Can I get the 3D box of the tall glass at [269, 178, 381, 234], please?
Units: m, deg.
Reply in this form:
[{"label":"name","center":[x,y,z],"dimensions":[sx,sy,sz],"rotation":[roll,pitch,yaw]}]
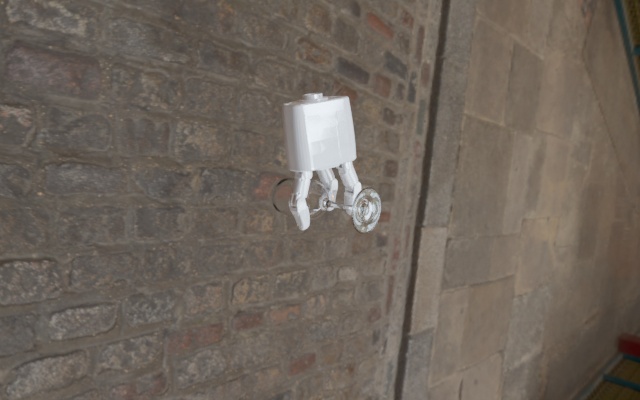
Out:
[{"label":"tall glass","center":[0.001,0.003,0.815],"dimensions":[0.201,0.079,0.079],"rotation":[10,6,42]}]
